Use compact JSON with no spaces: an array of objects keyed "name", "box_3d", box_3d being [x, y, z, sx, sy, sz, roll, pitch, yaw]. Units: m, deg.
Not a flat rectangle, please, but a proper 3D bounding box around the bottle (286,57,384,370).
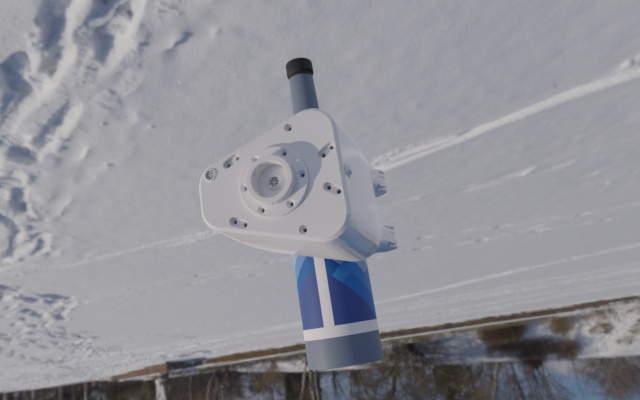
[{"name":"bottle","box_3d":[0.000,0.002,0.453,0.069,0.295,0.069,-8,-14,-2]}]
